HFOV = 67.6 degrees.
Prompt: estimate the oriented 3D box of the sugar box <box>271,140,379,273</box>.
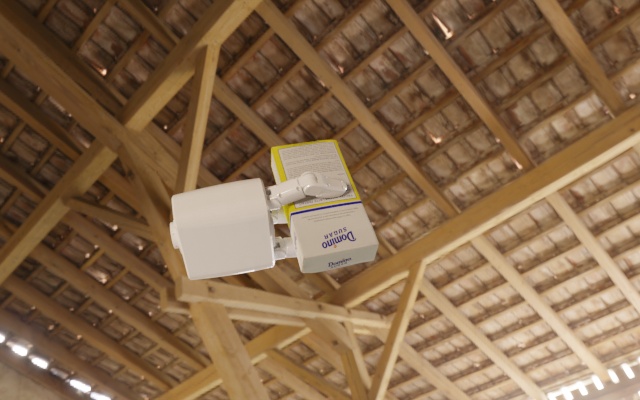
[{"bbox_3d":[0.000,0.002,0.603,0.093,0.176,0.048,-9,-34,-12],"label":"sugar box"}]
